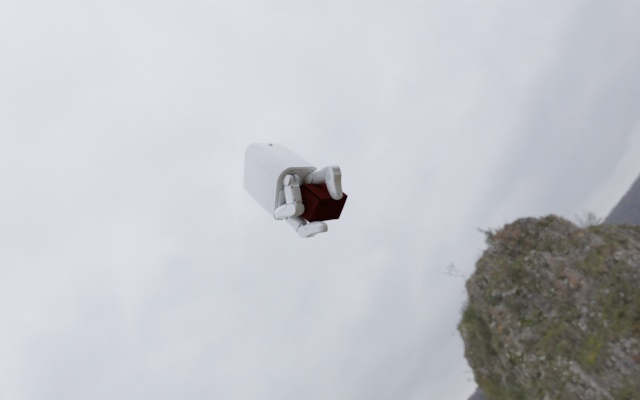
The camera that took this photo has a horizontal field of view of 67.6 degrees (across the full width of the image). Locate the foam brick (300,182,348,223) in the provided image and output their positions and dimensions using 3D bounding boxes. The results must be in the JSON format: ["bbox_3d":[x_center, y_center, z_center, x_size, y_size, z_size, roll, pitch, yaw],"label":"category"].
[{"bbox_3d":[0.000,0.003,0.848,0.078,0.053,0.051,-5,35,-48],"label":"foam brick"}]
